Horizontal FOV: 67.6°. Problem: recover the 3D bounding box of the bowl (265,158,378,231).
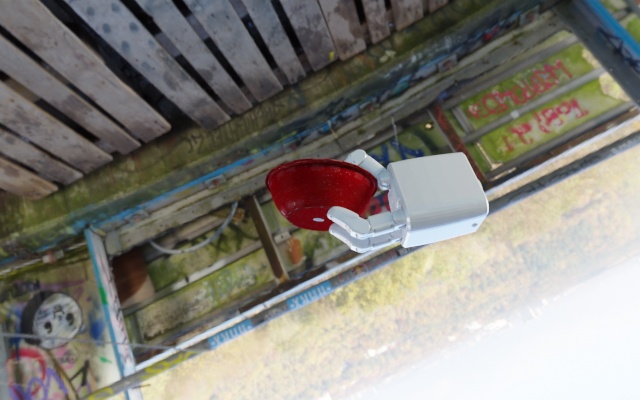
[{"bbox_3d":[-0.001,0.003,0.672,0.162,0.055,0.162,3,-24,1],"label":"bowl"}]
